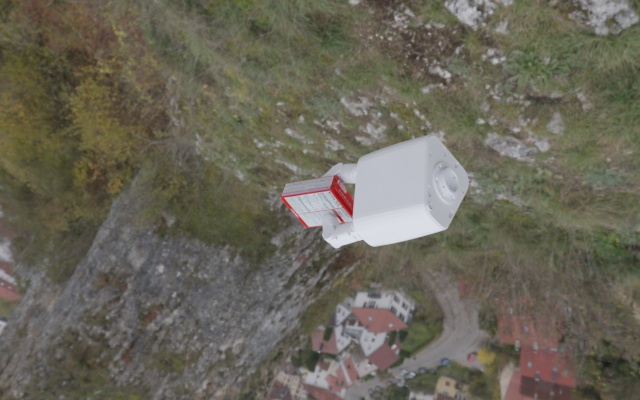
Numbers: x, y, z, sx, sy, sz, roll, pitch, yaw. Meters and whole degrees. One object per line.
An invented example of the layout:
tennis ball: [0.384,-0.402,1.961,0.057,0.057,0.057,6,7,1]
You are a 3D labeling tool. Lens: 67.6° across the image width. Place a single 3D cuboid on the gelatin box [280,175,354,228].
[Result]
gelatin box: [0.000,0.003,0.670,0.089,0.030,0.073,-9,-43,32]
